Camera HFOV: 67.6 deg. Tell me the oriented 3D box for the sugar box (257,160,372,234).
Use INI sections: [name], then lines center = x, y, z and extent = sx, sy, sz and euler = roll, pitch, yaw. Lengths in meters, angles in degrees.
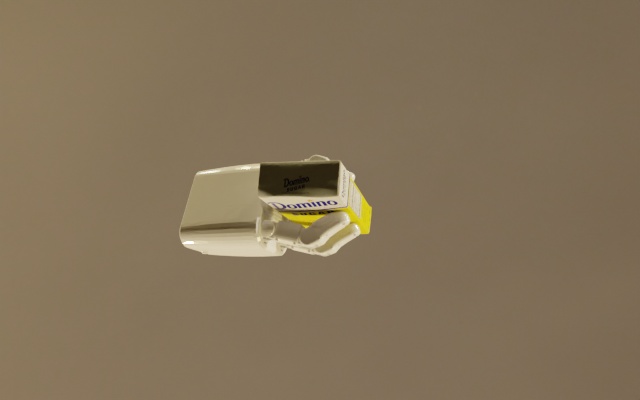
[sugar box]
center = 0.000, 0.002, 0.574
extent = 0.093, 0.048, 0.176
euler = 0, -14, 17
